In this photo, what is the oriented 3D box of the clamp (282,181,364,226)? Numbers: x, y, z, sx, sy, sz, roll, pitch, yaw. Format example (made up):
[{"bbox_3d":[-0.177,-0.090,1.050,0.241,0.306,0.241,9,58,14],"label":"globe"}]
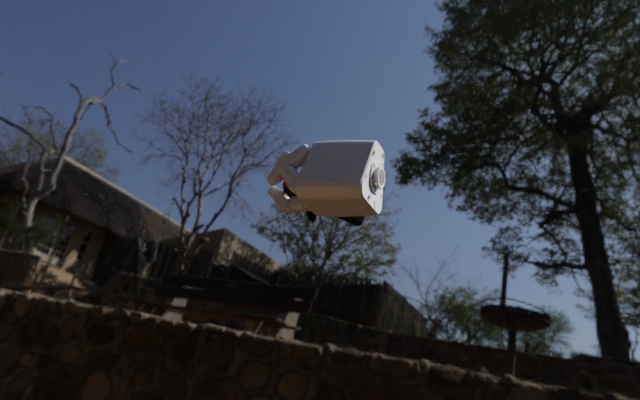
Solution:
[{"bbox_3d":[0.000,0.002,0.829,0.120,0.039,0.171,1,-23,27],"label":"clamp"}]
